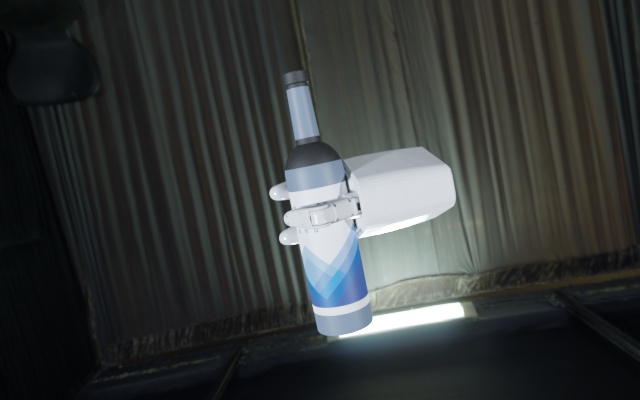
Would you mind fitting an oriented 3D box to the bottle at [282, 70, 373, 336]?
[{"bbox_3d":[0.000,0.002,0.545,0.069,0.296,0.069,-11,6,1],"label":"bottle"}]
